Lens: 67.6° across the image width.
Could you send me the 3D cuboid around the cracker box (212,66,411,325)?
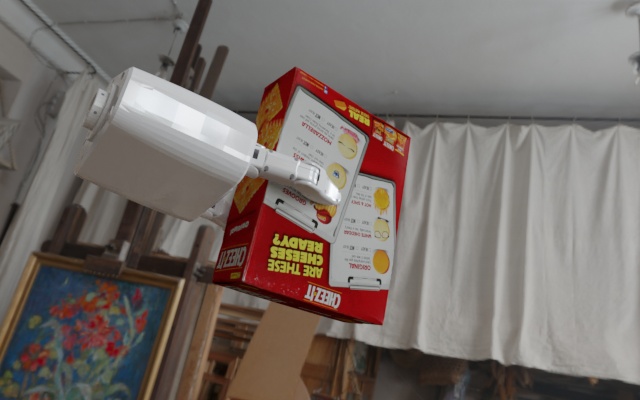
[{"bbox_3d":[0.000,0.001,0.484,0.164,0.213,0.072,25,-23,-31],"label":"cracker box"}]
